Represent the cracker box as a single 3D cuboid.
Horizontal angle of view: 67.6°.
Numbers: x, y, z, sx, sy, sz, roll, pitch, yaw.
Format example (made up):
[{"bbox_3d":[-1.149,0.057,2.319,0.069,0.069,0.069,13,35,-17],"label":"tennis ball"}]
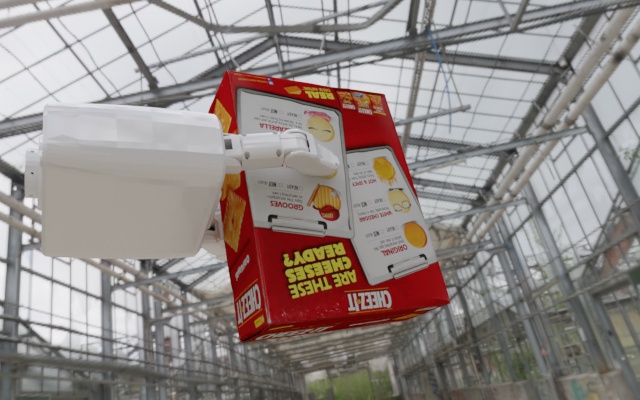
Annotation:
[{"bbox_3d":[0.000,0.001,0.414,0.164,0.213,0.072,1,-26,-29],"label":"cracker box"}]
